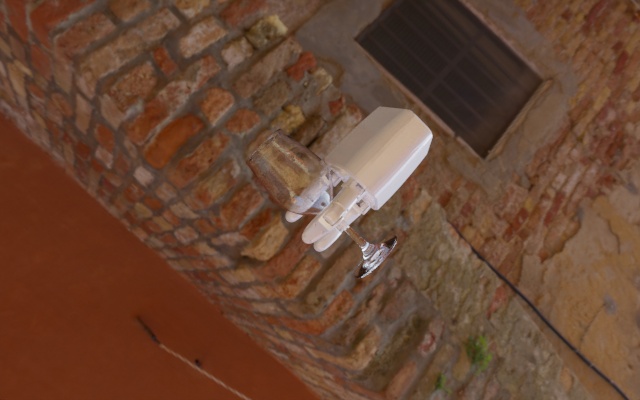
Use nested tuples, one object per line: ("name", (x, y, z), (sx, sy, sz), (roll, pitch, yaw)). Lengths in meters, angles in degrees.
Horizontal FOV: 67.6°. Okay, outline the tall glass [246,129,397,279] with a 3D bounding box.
("tall glass", (0.000, 0.003, 0.598), (0.201, 0.079, 0.079), (44, -4, -5))
